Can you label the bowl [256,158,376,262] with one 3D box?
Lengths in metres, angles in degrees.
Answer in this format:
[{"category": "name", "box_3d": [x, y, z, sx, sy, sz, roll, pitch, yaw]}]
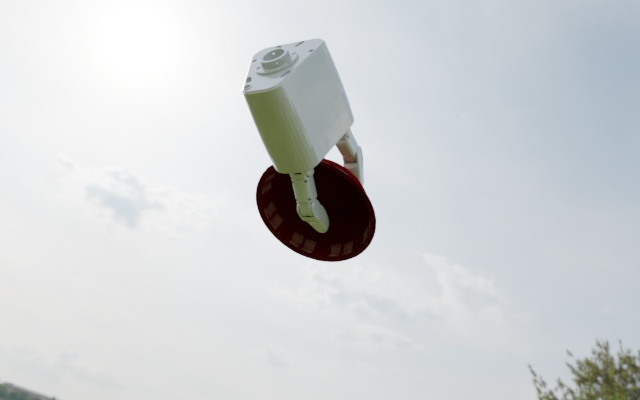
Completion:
[{"category": "bowl", "box_3d": [0.000, 0.003, 0.619, 0.162, 0.162, 0.055, 0, 34, 25]}]
